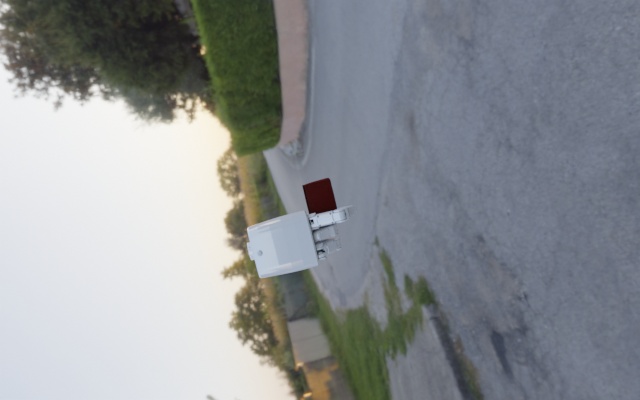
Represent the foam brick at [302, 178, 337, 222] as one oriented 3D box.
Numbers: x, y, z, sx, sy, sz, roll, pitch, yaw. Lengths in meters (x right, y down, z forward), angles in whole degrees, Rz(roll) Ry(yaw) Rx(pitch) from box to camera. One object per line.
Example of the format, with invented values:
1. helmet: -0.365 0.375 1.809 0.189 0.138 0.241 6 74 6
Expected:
1. foam brick: 0.000 0.003 0.861 0.051 0.078 0.053 -14 4 -2
